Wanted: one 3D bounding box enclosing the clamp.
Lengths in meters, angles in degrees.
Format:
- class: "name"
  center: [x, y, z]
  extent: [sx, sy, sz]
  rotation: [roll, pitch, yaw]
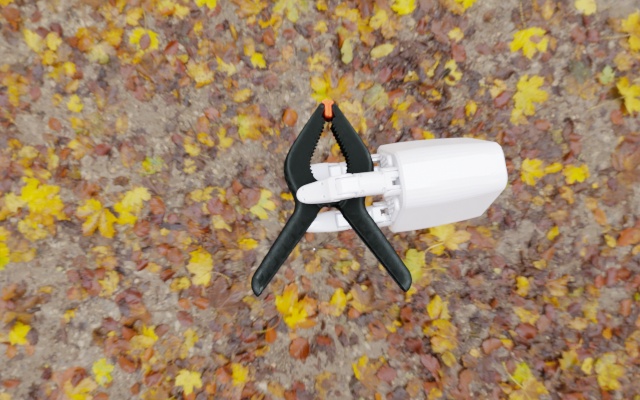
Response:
- class: "clamp"
  center: [0.000, 0.001, 0.497]
  extent: [0.164, 0.210, 0.036]
  rotation: [-8, -6, -5]
